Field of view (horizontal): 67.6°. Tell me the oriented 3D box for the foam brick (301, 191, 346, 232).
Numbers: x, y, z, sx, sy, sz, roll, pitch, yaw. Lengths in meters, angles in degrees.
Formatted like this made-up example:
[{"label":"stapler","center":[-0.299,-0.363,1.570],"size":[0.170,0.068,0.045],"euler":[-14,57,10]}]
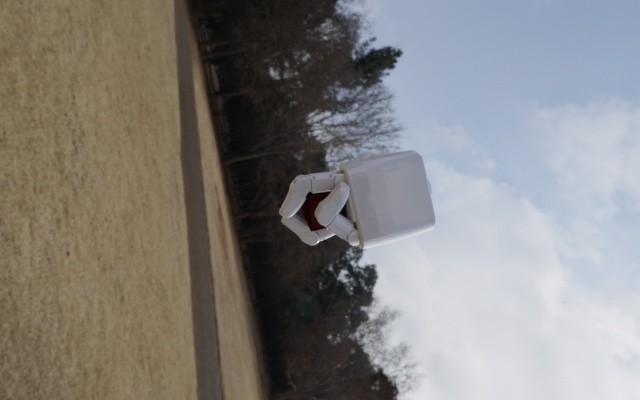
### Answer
[{"label":"foam brick","center":[0.000,0.002,0.668],"size":[0.051,0.053,0.078],"euler":[-14,20,-8]}]
